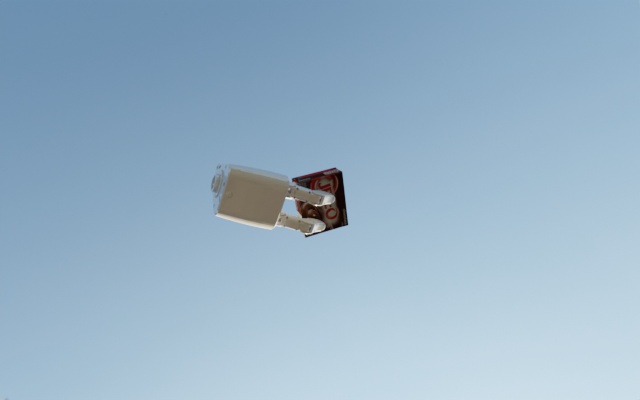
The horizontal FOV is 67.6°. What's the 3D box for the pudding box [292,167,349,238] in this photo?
[{"bbox_3d":[0.000,0.003,0.886,0.090,0.113,0.039,-15,26,-16],"label":"pudding box"}]
